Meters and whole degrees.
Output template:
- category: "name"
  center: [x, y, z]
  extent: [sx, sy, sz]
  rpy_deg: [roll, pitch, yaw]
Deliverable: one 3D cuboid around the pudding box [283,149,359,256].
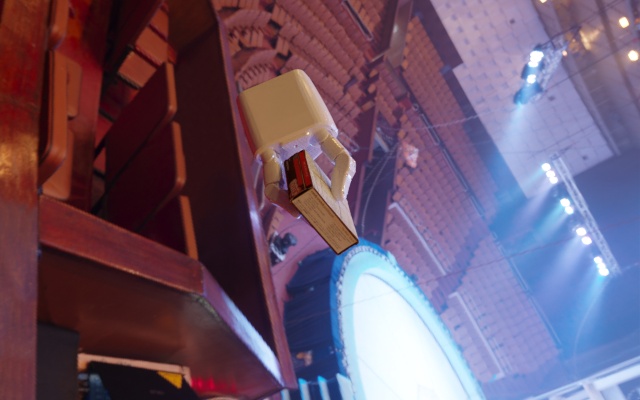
- category: "pudding box"
  center: [0.000, 0.002, 0.607]
  extent: [0.039, 0.113, 0.090]
  rpy_deg: [-32, 34, 14]
